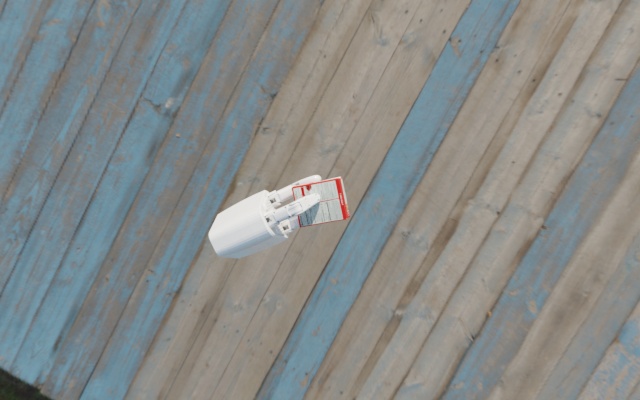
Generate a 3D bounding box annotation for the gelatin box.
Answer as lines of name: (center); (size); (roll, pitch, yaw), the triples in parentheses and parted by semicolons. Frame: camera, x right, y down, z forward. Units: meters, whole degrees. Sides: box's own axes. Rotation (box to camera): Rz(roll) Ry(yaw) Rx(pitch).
gelatin box: (0.000, 0.003, 0.830); (0.089, 0.073, 0.030); (-11, 6, 13)
